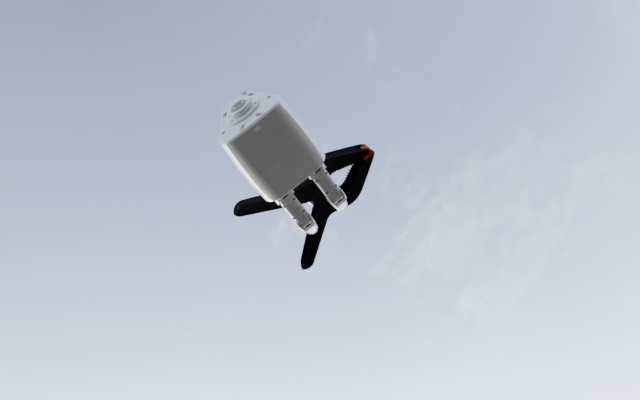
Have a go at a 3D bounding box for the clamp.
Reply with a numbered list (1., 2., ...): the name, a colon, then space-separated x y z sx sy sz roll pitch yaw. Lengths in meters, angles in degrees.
1. clamp: 0.000 0.001 0.704 0.210 0.165 0.036 -38 35 0
